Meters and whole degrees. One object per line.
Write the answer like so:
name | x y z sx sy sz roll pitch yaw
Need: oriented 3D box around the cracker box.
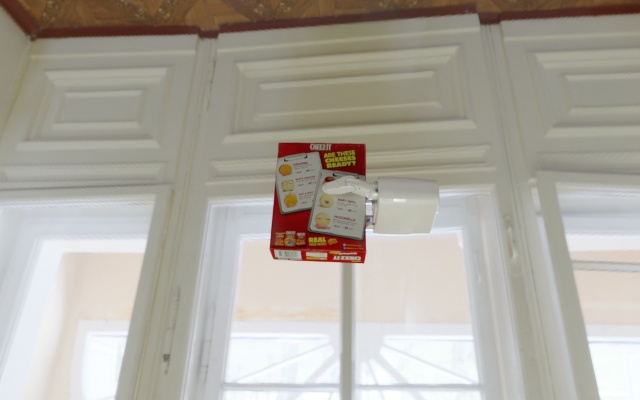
cracker box | 0.000 0.003 0.860 0.164 0.213 0.072 1 -27 2
